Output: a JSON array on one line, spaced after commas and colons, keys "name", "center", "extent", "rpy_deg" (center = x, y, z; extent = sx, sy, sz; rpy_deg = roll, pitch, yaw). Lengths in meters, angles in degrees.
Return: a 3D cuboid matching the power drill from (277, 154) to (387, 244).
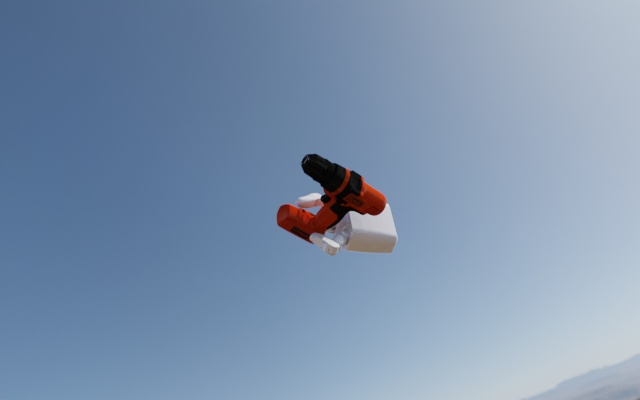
[{"name": "power drill", "center": [0.000, 0.003, 0.890], "extent": [0.184, 0.057, 0.188], "rpy_deg": [31, -44, -25]}]
